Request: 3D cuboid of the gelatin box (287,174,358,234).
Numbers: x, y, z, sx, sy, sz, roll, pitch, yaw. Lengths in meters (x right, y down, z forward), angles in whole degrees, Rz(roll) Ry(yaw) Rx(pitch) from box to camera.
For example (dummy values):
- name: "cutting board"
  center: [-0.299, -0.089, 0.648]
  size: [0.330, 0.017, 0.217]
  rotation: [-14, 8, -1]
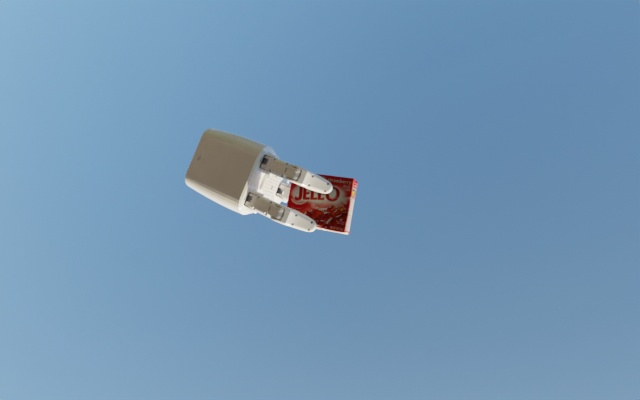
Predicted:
- name: "gelatin box"
  center: [0.001, 0.002, 0.645]
  size: [0.089, 0.073, 0.030]
  rotation: [9, -5, 17]
